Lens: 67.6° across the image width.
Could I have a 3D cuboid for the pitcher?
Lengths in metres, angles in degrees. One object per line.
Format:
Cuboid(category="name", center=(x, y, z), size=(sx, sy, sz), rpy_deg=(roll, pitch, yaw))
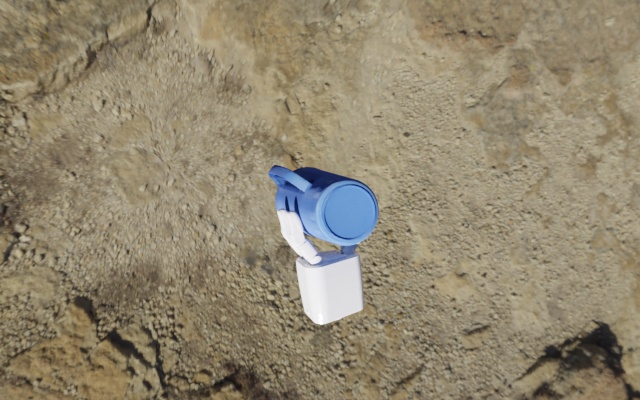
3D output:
Cuboid(category="pitcher", center=(0.000, 0.003, 0.857), size=(0.149, 0.145, 0.243), rpy_deg=(-7, 7, -17))
